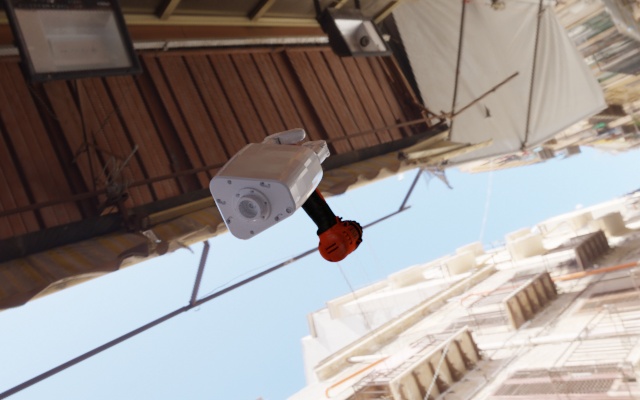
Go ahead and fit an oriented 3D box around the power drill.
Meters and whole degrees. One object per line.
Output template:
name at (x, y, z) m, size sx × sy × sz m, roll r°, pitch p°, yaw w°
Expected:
power drill at (0.000, 0.002, 0.749) m, size 0.057 × 0.187 × 0.184 m, roll -36°, pitch -3°, yaw 12°
